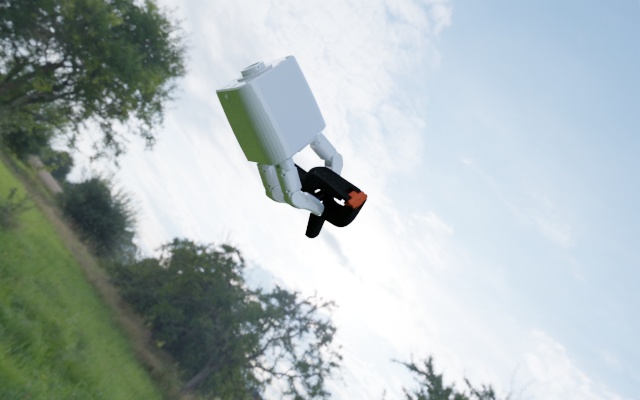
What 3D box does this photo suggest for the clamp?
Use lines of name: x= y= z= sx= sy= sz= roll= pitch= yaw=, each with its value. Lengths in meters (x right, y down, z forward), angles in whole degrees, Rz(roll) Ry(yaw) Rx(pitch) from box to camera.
clamp: x=0.001 y=0.002 z=0.691 sx=0.036 sy=0.165 sz=0.210 roll=-37 pitch=26 yaw=-23
